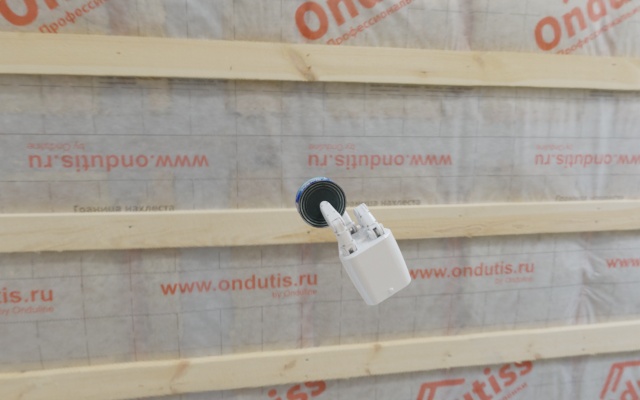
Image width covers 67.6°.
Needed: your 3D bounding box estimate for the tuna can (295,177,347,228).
[{"bbox_3d":[0.000,0.003,0.833,0.086,0.086,0.033,0,15,-14],"label":"tuna can"}]
